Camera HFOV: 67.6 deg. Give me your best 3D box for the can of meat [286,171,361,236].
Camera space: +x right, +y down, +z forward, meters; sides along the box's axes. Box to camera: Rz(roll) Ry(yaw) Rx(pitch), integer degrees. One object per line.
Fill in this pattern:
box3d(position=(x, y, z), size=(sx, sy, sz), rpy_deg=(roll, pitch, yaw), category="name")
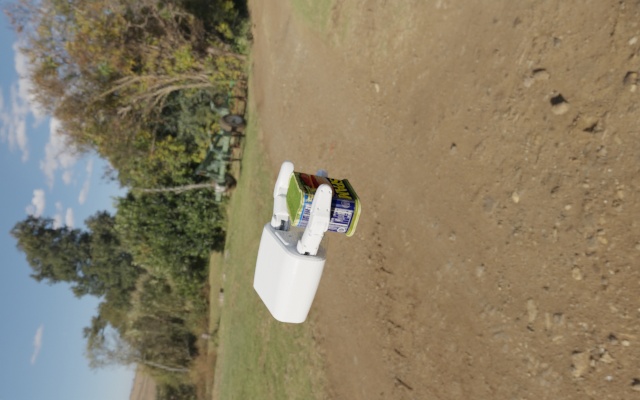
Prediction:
box3d(position=(0.000, 0.002, 0.671), size=(0.084, 0.057, 0.102), rpy_deg=(9, 23, -16), category="can of meat")
